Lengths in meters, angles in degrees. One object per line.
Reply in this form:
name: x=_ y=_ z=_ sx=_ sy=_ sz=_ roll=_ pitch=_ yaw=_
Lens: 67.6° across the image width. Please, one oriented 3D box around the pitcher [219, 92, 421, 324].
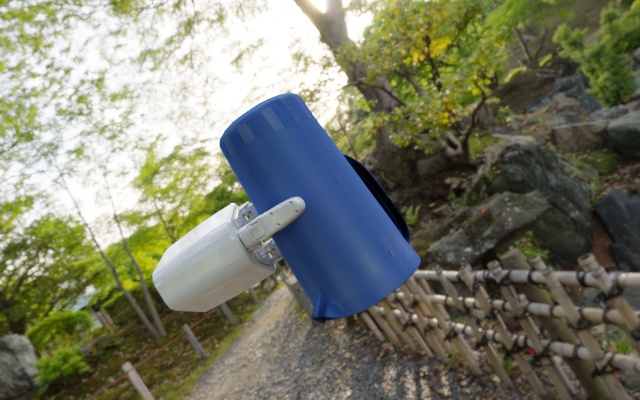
pitcher: x=0.000 y=0.002 z=0.545 sx=0.145 sy=0.243 sz=0.149 roll=-33 pitch=0 yaw=4
